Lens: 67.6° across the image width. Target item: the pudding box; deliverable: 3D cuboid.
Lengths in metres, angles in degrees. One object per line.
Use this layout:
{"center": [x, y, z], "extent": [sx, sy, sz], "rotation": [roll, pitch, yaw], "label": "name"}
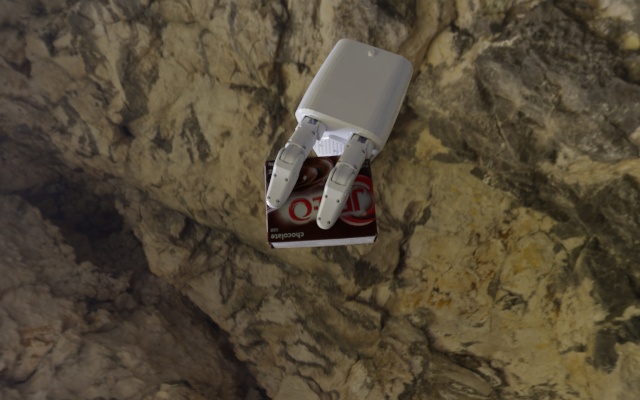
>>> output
{"center": [0.000, 0.002, 0.499], "extent": [0.113, 0.090, 0.039], "rotation": [-5, -19, 2], "label": "pudding box"}
